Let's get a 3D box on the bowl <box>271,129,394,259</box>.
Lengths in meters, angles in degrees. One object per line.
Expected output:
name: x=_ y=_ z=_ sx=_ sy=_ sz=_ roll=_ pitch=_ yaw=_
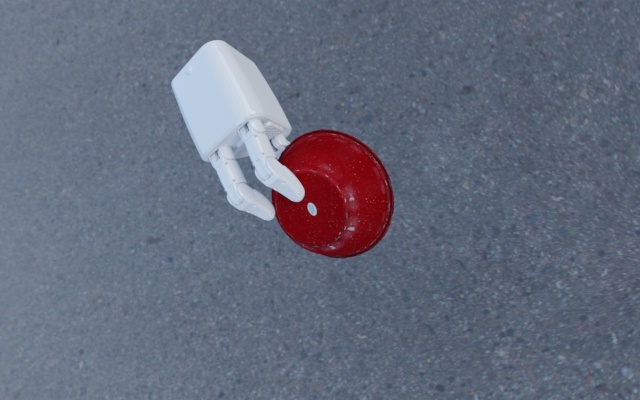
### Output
bowl: x=0.001 y=0.003 z=0.554 sx=0.162 sy=0.162 sz=0.055 roll=0 pitch=17 yaw=28
